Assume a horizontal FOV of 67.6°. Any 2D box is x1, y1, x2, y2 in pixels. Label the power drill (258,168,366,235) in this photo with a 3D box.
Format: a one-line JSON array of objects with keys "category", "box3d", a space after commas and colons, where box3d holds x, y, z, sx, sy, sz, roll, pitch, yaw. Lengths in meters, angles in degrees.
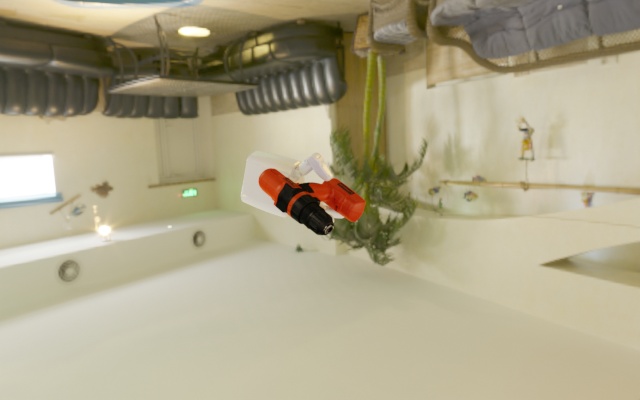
[{"category": "power drill", "box3d": [0.000, 0.003, 0.886, 0.184, 0.057, 0.187, 40, 22, 34]}]
